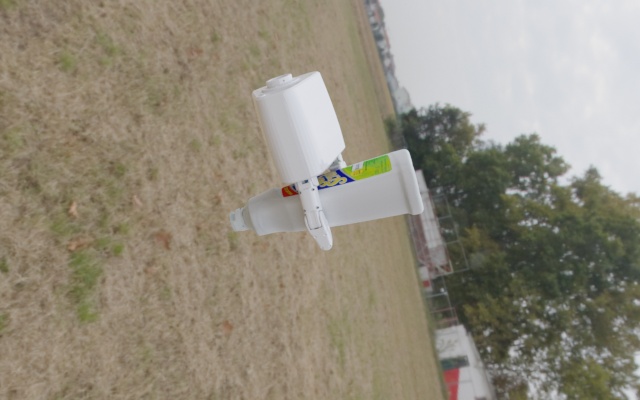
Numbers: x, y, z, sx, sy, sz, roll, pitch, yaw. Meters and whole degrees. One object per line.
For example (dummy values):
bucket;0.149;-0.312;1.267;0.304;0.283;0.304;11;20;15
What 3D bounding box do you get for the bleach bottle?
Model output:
bleach bottle;0.000;0.002;0.623;0.251;0.068;0.102;-14;22;11
